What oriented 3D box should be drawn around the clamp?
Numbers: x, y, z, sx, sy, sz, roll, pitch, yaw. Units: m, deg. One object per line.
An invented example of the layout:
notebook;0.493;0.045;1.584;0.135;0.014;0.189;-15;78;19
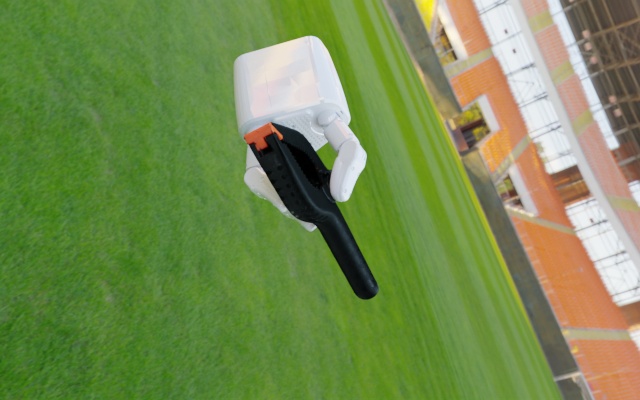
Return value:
clamp;0.000;0.001;0.468;0.036;0.164;0.210;-24;-33;18
